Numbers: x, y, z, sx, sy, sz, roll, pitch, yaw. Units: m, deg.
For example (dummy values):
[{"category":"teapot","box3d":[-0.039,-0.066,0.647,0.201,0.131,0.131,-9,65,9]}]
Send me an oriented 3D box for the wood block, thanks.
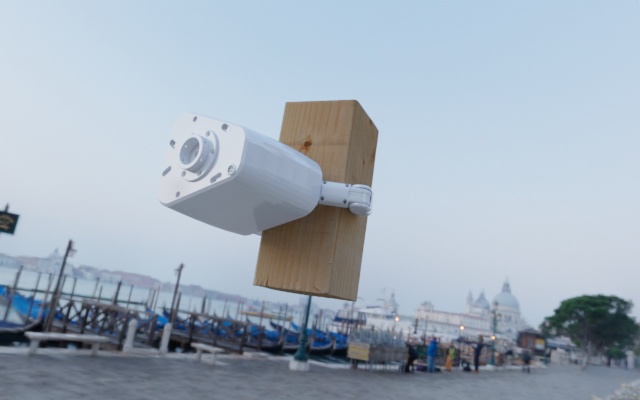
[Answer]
[{"category":"wood block","box3d":[0.000,0.002,0.536,0.091,0.206,0.090,3,-14,24]}]
